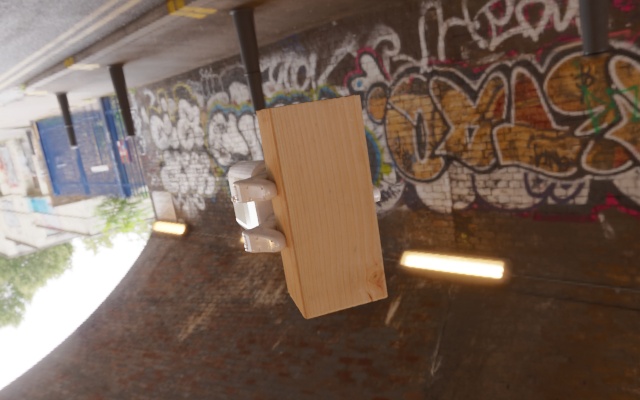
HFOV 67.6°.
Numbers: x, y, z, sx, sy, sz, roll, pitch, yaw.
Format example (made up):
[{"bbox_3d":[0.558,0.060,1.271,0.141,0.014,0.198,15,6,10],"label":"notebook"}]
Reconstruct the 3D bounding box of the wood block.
[{"bbox_3d":[0.000,0.002,0.499,0.091,0.206,0.090,-12,11,-14],"label":"wood block"}]
